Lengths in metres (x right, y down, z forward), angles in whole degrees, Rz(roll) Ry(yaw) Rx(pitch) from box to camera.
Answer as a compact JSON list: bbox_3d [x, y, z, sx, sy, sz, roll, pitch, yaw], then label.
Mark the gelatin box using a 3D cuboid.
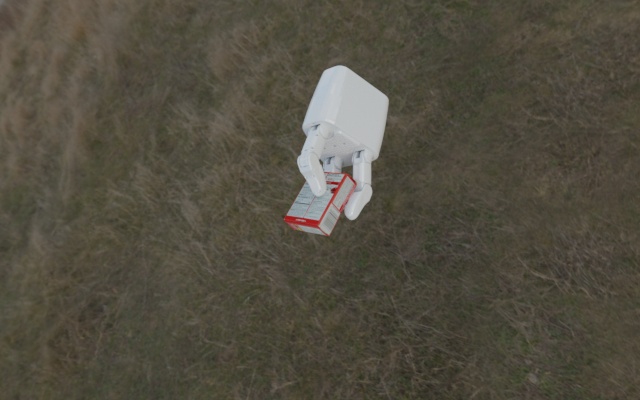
[{"bbox_3d":[0.000,0.002,0.665,0.073,0.089,0.030,7,-30,47],"label":"gelatin box"}]
